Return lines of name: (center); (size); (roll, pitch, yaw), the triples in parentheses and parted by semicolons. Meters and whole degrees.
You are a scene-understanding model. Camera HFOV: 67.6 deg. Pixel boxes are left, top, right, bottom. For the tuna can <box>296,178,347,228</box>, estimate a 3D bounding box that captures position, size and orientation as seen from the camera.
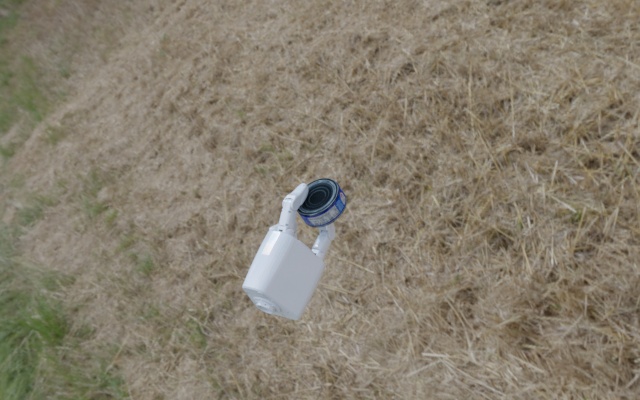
tuna can: (0.000, 0.002, 0.821); (0.086, 0.086, 0.034); (0, -39, 34)
